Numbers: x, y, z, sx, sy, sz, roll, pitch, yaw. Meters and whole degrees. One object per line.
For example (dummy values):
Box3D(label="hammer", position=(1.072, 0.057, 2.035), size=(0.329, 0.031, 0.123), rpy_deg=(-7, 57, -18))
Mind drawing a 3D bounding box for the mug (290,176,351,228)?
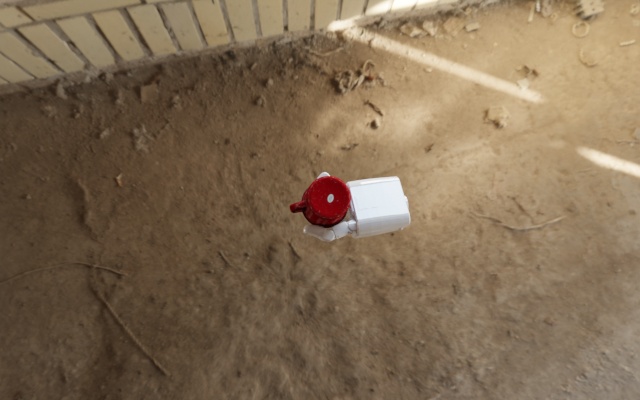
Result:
Box3D(label="mug", position=(-0.001, 0.003, 0.890), size=(0.117, 0.093, 0.081), rpy_deg=(-9, -9, -7))
